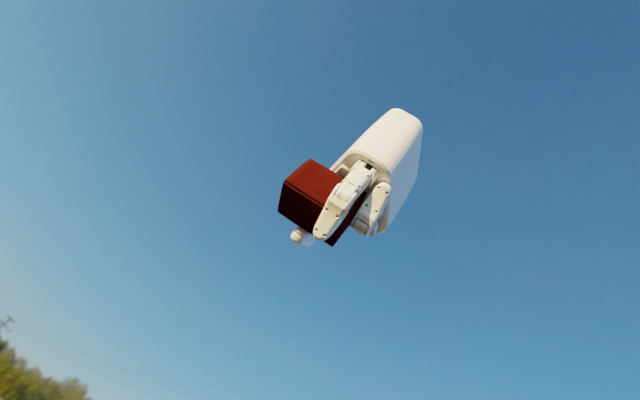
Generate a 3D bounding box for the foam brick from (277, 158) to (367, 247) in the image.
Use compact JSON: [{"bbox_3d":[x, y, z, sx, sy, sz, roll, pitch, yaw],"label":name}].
[{"bbox_3d":[0.000,0.002,0.526,0.078,0.053,0.051,32,50,10],"label":"foam brick"}]
